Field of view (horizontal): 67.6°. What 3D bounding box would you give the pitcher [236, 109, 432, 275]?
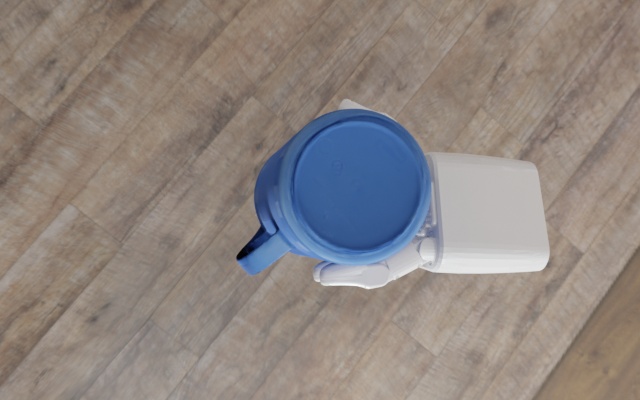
[{"bbox_3d":[0.000,0.001,0.434,0.145,0.149,0.243,5,-2,-8],"label":"pitcher"}]
